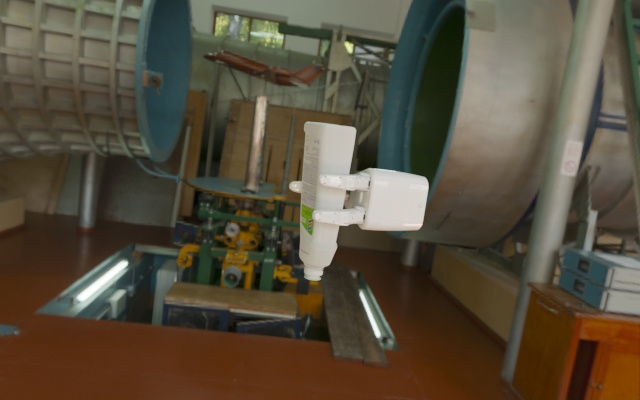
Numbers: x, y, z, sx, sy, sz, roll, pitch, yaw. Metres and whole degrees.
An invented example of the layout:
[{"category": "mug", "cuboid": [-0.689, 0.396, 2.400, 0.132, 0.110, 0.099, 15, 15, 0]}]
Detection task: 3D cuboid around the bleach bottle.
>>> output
[{"category": "bleach bottle", "cuboid": [0.000, 0.003, 0.774, 0.068, 0.251, 0.102, 4, 9, -21]}]
